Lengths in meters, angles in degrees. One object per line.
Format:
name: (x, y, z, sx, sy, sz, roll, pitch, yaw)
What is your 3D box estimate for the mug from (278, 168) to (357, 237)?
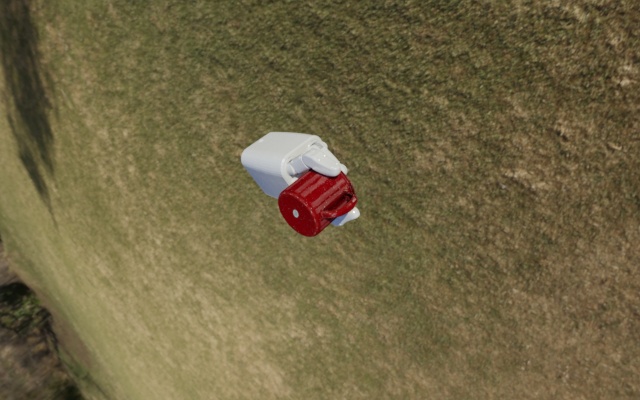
mug: (0.001, 0.003, 0.698, 0.117, 0.093, 0.081, 14, 43, 42)
